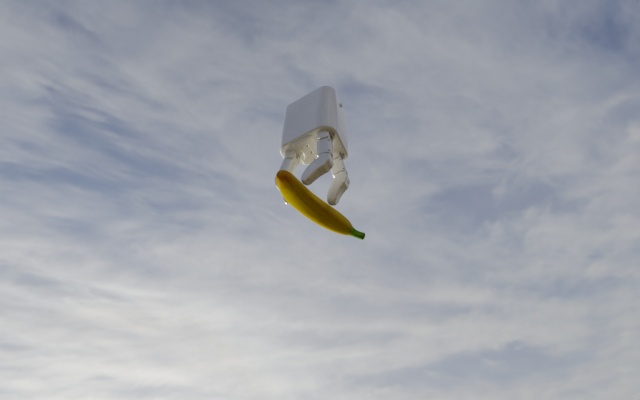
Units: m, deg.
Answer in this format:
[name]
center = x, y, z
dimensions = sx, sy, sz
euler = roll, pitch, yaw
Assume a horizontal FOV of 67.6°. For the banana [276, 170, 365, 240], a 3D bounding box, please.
[banana]
center = -0.010, 0.006, 0.764
dimensions = 0.198, 0.037, 0.069
euler = 35, -26, -33
